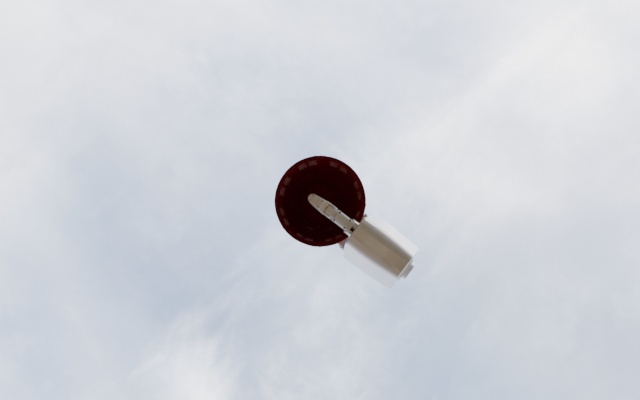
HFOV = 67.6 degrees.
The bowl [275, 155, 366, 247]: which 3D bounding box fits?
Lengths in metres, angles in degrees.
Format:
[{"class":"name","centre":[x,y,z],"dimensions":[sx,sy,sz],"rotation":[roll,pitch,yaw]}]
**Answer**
[{"class":"bowl","centre":[-0.001,0.002,0.867],"dimensions":[0.162,0.162,0.055],"rotation":[0,-5,2]}]
